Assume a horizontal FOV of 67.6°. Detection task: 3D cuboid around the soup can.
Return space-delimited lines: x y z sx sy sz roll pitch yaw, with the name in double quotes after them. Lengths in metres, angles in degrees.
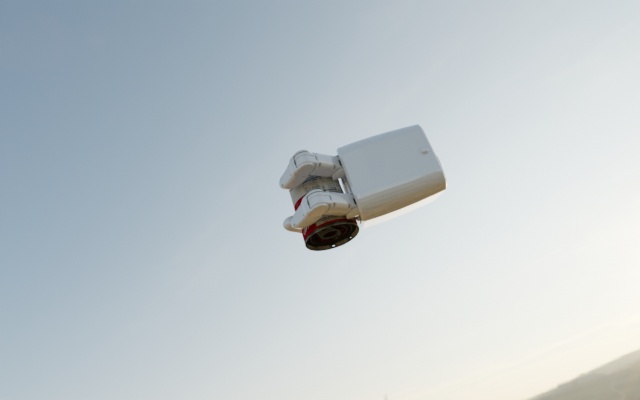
0.000 0.002 0.592 0.068 0.102 0.068 -15 -27 -8 "soup can"
